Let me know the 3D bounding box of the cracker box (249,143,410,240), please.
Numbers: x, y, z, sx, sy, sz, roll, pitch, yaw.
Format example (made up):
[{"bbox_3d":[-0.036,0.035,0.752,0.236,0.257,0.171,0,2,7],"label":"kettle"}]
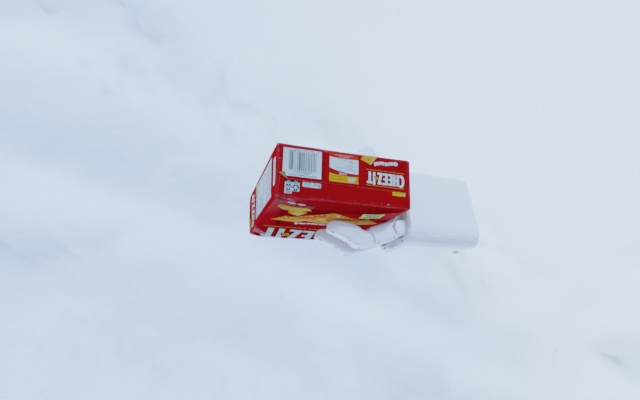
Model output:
[{"bbox_3d":[0.000,0.002,0.639,0.164,0.072,0.214,6,-17,-15],"label":"cracker box"}]
